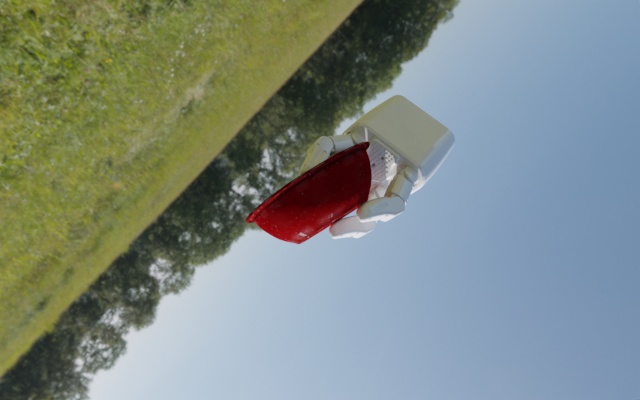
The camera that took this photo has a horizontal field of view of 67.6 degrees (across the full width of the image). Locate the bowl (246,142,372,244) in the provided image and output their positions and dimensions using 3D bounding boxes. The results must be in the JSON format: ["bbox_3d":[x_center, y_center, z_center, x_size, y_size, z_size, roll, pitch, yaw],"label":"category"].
[{"bbox_3d":[-0.001,0.003,0.529,0.162,0.055,0.162,-32,-4,-3],"label":"bowl"}]
